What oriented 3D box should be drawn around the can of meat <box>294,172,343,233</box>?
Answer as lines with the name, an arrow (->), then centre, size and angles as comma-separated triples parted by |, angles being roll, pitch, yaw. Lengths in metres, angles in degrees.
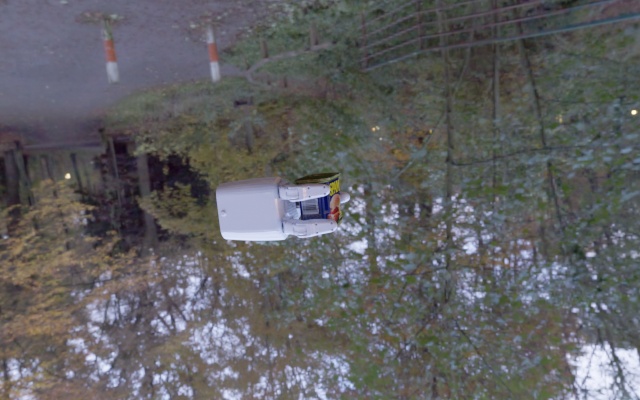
can of meat -> 0.000, 0.003, 0.762 | 0.057, 0.084, 0.102 | -4, 8, 15
